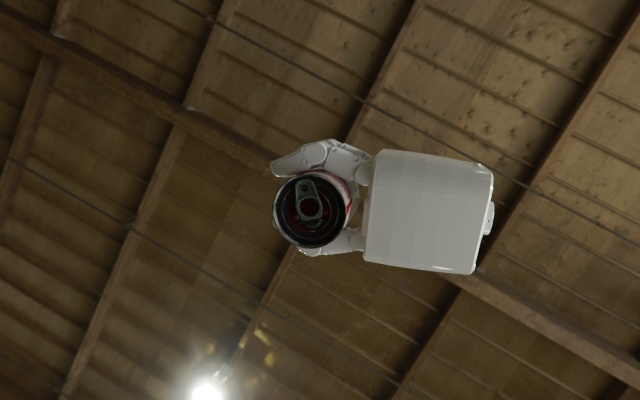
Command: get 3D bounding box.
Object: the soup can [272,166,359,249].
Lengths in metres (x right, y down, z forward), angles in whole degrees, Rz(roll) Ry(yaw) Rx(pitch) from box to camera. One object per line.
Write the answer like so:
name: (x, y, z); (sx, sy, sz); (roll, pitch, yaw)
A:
soup can: (0.000, 0.002, 0.471); (0.068, 0.068, 0.102); (0, 10, 12)
